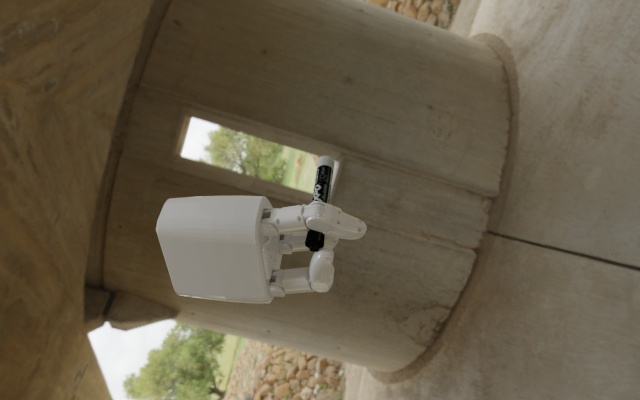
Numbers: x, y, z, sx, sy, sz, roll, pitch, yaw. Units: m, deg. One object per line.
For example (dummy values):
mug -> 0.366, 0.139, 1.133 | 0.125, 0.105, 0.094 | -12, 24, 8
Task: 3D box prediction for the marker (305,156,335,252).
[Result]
marker -> 0.000, 0.002, 0.494 | 0.020, 0.121, 0.020 | 5, -41, 4
